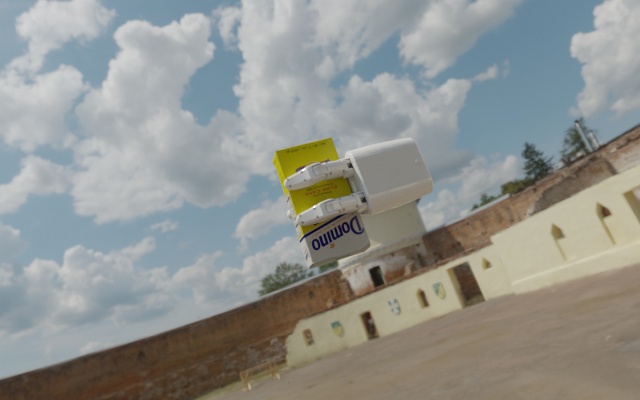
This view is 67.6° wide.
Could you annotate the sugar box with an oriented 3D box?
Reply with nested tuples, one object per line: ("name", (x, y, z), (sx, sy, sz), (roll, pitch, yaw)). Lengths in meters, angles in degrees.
("sugar box", (0.000, 0.002, 0.701), (0.093, 0.176, 0.048), (-16, -16, -15))
